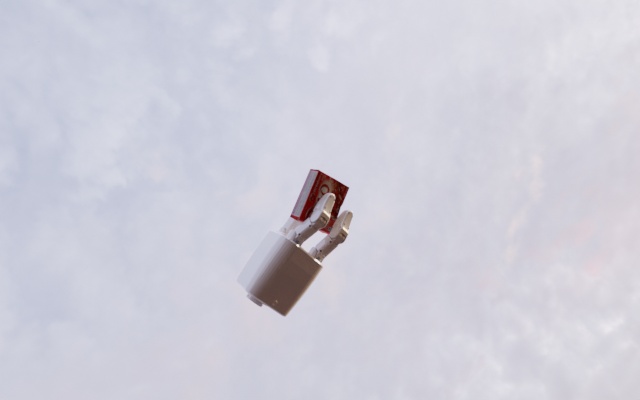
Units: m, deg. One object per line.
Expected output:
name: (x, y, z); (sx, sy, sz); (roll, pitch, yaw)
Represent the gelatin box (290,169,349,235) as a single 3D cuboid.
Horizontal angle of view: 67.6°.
gelatin box: (0.000, 0.002, 0.791); (0.073, 0.089, 0.030); (27, -8, -36)
